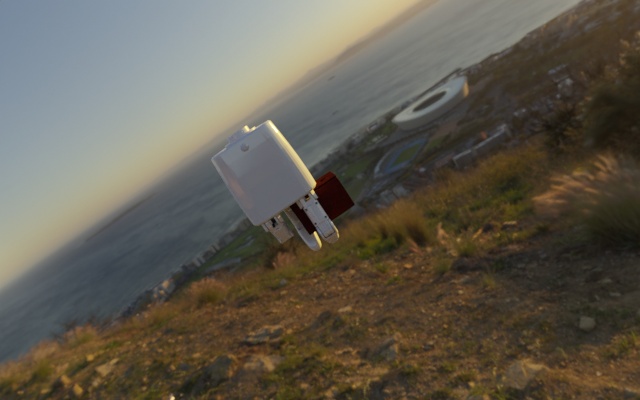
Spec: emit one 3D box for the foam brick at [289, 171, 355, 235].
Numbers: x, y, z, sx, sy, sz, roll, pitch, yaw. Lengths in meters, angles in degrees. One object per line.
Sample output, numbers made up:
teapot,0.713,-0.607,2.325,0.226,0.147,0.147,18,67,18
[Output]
foam brick,0.000,0.002,0.670,0.078,0.051,0.053,-34,12,-1
